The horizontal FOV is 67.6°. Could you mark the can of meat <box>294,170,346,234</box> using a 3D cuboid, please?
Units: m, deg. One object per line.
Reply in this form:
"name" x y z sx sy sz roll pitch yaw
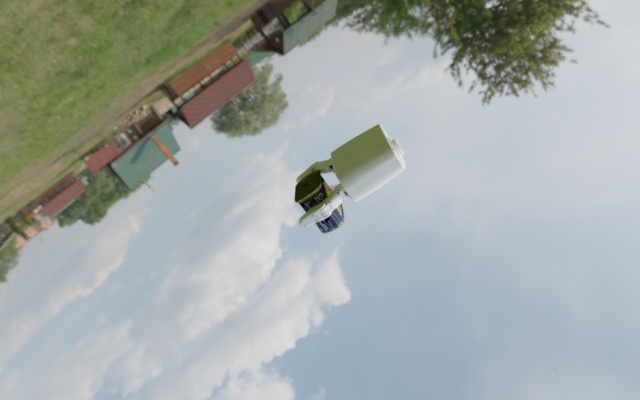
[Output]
"can of meat" 0.000 0.003 0.874 0.057 0.084 0.102 -34 20 11
